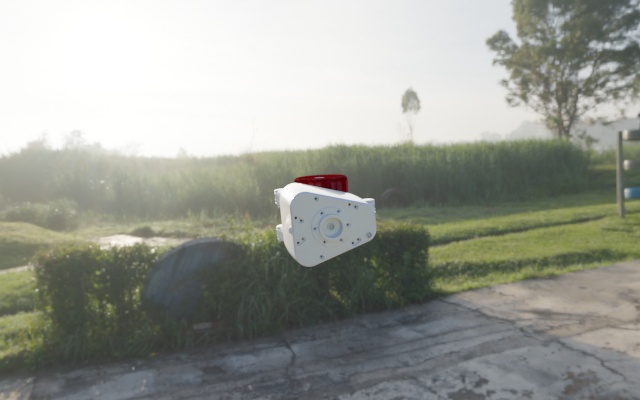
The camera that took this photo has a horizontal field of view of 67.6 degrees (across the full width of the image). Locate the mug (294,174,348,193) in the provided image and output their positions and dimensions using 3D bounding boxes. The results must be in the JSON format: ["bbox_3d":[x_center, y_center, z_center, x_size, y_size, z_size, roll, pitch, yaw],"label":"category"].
[{"bbox_3d":[0.000,0.002,0.739,0.093,0.081,0.117,-5,7,-10],"label":"mug"}]
